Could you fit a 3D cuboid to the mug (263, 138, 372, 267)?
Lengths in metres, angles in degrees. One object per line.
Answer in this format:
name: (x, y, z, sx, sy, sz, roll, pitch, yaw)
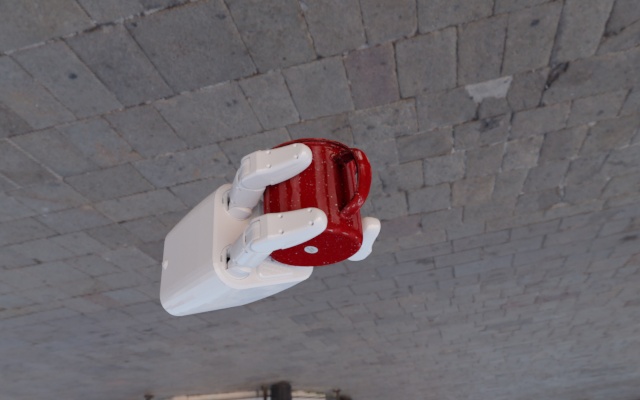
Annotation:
mug: (0.001, 0.001, 0.402, 0.093, 0.081, 0.117, 19, -37, -37)
